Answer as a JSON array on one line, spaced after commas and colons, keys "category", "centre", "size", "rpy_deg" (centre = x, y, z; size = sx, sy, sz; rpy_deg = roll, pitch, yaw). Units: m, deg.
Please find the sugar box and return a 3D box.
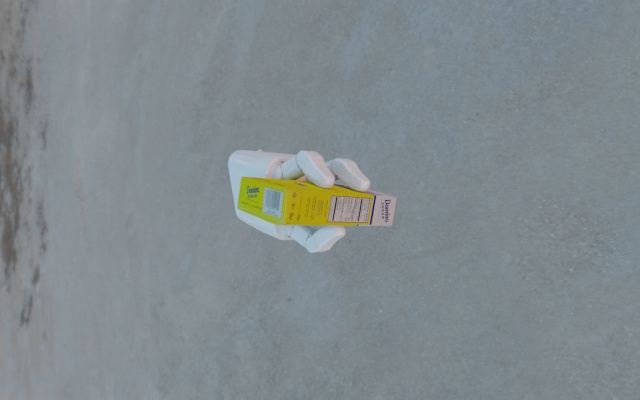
[{"category": "sugar box", "centre": [0.000, 0.001, 0.577], "size": [0.176, 0.048, 0.093], "rpy_deg": [0, 12, -41]}]
